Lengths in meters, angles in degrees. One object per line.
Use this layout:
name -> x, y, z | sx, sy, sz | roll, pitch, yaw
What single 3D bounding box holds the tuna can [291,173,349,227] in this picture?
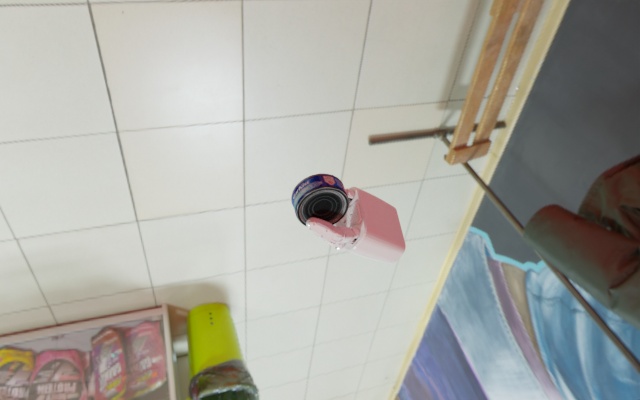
tuna can -> 0.000, 0.003, 0.732 | 0.086, 0.086, 0.033 | 0, 39, -18
